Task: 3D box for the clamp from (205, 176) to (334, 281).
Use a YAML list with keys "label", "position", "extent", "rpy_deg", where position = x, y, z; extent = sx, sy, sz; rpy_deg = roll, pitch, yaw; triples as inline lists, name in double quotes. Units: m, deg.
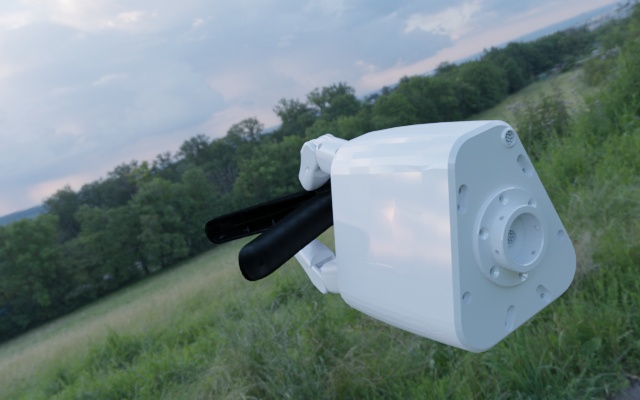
- label: "clamp"
  position: [0.000, 0.000, 0.416]
  extent: [0.210, 0.036, 0.164]
  rpy_deg: [-25, 15, -25]
